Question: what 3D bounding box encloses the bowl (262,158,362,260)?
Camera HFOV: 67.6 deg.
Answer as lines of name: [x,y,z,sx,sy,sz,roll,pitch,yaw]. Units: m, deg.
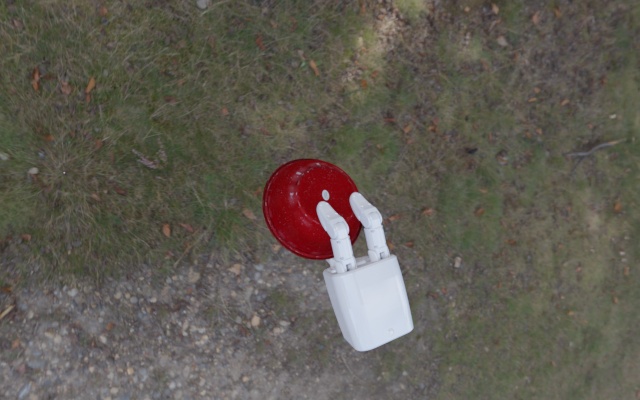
bowl: [0.000,0.001,0.694,0.162,0.162,0.055,0,-20,-23]
